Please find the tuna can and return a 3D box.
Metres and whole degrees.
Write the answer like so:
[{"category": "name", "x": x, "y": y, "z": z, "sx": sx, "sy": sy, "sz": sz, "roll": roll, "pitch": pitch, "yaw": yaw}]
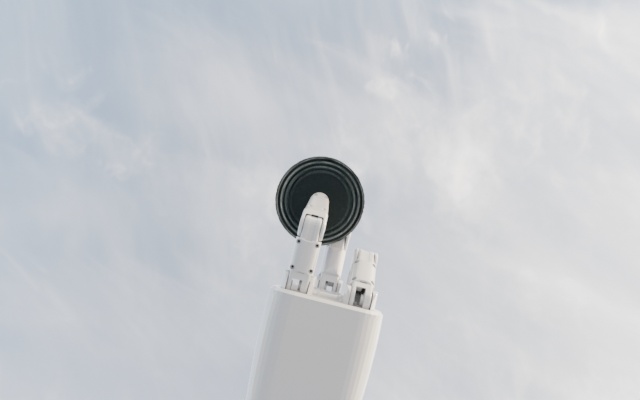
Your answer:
[{"category": "tuna can", "x": 0.000, "y": 0.002, "z": 0.472, "sx": 0.086, "sy": 0.086, "sz": 0.034, "roll": 0, "pitch": -5, "yaw": 3}]
